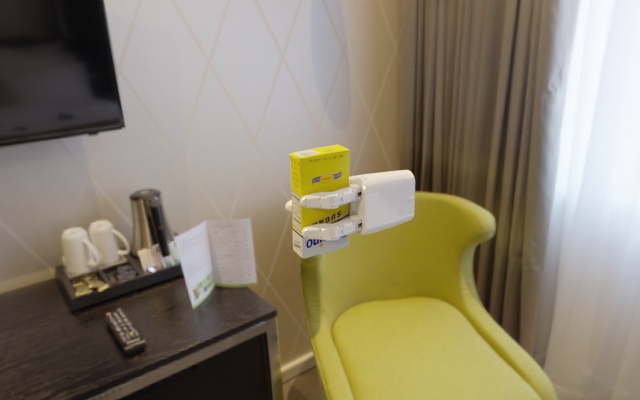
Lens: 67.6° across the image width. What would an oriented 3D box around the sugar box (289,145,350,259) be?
[{"bbox_3d":[0.001,0.003,0.792,0.093,0.176,0.048,-13,22,-26],"label":"sugar box"}]
